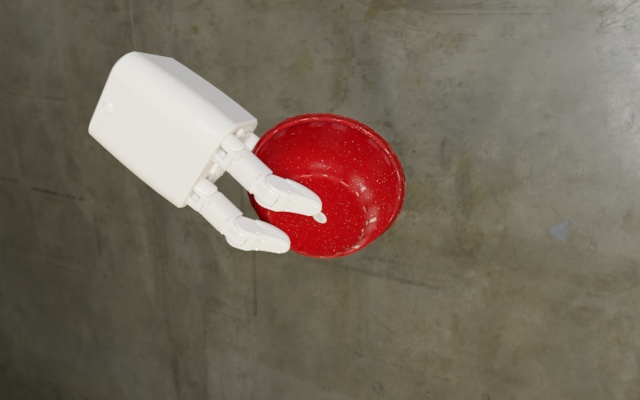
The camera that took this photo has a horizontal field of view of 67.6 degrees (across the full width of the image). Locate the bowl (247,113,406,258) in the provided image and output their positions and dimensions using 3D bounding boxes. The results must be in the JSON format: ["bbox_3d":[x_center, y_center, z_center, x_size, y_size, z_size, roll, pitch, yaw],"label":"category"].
[{"bbox_3d":[0.001,0.002,0.458,0.162,0.162,0.055,0,33,9],"label":"bowl"}]
